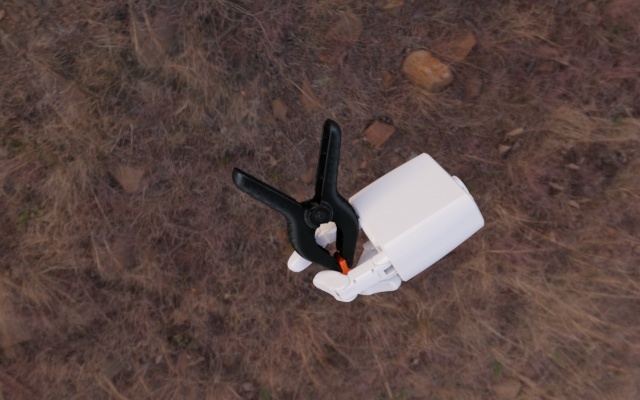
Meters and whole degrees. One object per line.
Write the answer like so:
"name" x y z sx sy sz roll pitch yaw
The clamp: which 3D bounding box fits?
"clamp" 0.000 0.002 0.510 0.120 0.171 0.039 -34 27 2
